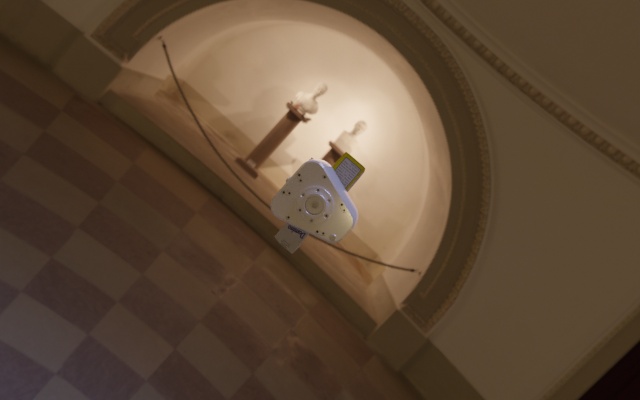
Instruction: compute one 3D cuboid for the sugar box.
[{"bbox_3d":[0.000,0.002,0.770,0.048,0.176,0.093,43,5,2],"label":"sugar box"}]
